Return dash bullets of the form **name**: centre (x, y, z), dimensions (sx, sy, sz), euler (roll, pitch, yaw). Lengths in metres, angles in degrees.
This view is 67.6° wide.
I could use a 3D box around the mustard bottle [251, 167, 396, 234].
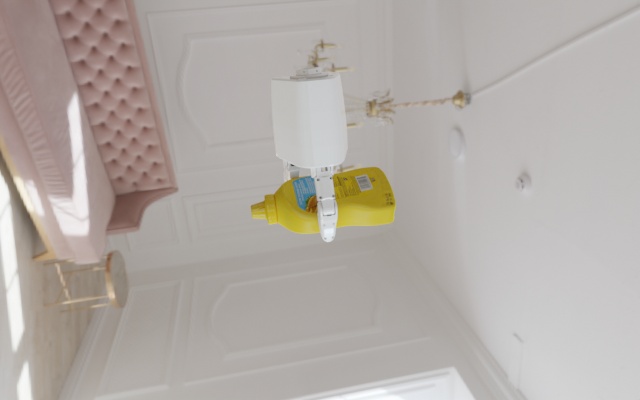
- **mustard bottle**: centre (0.000, 0.002, 0.660), dimensions (0.191, 0.058, 0.096), euler (-8, 43, -9)
